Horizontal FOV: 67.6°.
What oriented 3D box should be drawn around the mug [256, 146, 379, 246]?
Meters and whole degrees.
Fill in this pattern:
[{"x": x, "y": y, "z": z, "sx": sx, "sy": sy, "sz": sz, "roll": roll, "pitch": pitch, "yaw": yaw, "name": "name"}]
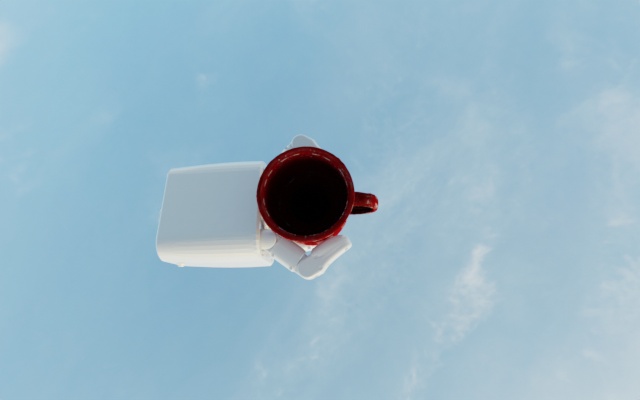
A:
[{"x": 0.002, "y": 0.002, "z": 0.486, "sx": 0.117, "sy": 0.093, "sz": 0.081, "roll": 0, "pitch": -12, "yaw": 4, "name": "mug"}]
